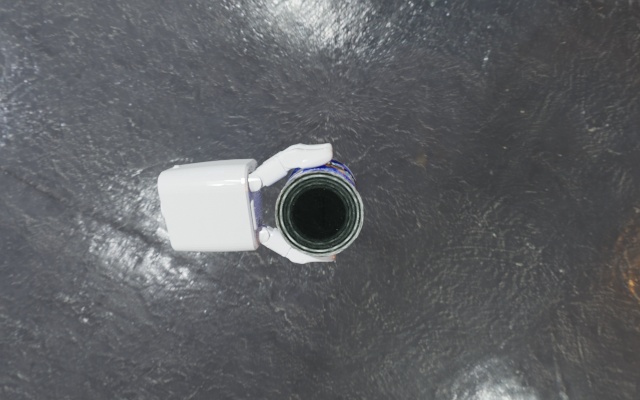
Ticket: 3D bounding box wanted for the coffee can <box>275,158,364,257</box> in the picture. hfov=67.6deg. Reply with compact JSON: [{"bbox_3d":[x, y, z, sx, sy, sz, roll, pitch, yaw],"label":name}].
[{"bbox_3d":[0.000,0.002,0.613,0.103,0.103,0.140,0,12,1],"label":"coffee can"}]
